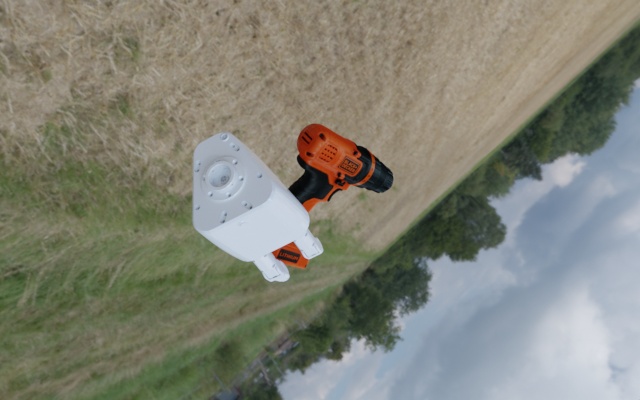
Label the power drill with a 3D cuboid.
[{"bbox_3d":[0.000,0.002,0.643,0.184,0.188,0.057,24,16,-46],"label":"power drill"}]
